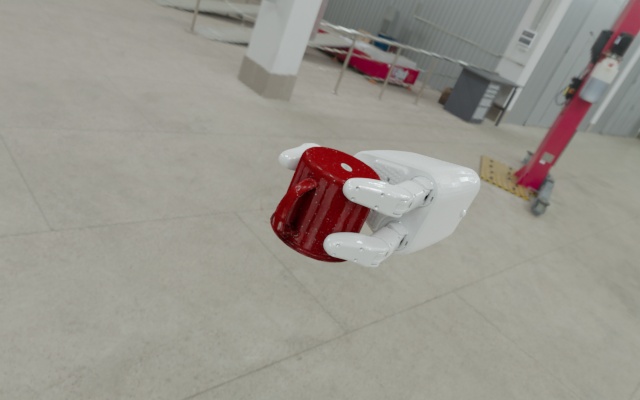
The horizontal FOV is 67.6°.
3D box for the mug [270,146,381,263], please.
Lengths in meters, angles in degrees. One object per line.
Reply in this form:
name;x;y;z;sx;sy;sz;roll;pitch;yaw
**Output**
mug;-0.001;0.001;0.455;0.093;0.081;0.117;38;28;30
